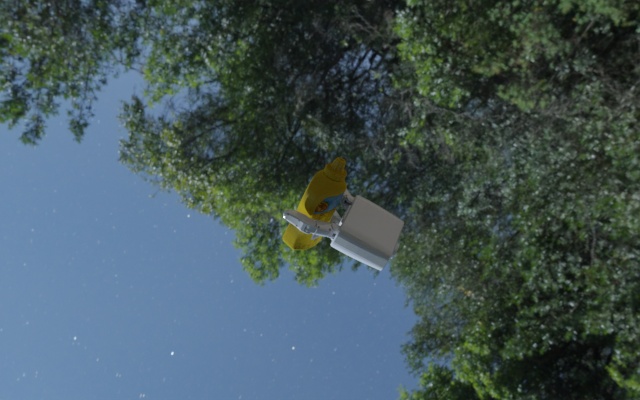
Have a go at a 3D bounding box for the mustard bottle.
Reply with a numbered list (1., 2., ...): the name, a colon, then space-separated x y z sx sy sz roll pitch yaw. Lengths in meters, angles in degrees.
1. mustard bottle: 0.000 0.003 0.885 0.058 0.192 0.096 42 34 23
